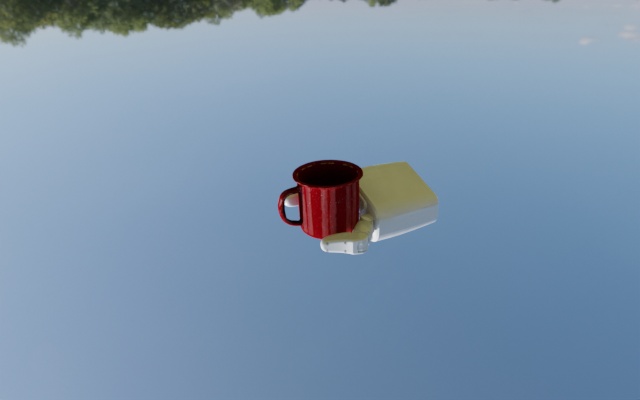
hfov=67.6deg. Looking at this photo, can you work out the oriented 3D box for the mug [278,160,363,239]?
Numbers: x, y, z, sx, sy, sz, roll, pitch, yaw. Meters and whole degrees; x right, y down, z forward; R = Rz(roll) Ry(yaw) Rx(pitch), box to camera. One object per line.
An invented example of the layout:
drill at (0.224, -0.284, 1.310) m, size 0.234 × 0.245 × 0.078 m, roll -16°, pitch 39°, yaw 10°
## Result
mug at (-0.001, 0.003, 0.637) m, size 0.117 × 0.081 × 0.093 m, roll -14°, pitch 28°, yaw -21°
